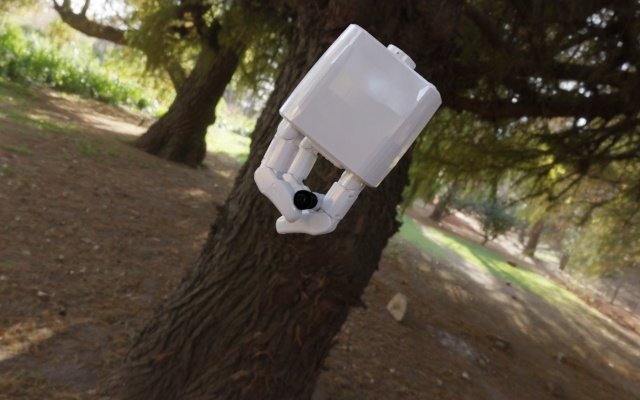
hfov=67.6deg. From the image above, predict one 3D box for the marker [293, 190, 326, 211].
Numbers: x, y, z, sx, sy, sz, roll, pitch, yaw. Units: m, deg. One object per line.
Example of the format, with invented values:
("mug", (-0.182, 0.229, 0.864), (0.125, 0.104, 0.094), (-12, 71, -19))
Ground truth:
("marker", (0.000, 0.002, 0.482), (0.020, 0.020, 0.121), (0, -3, 17))
